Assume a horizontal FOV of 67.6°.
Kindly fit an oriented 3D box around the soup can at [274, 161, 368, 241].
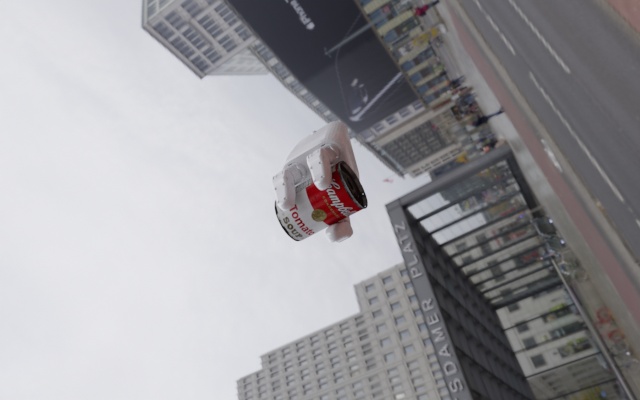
[{"bbox_3d":[0.000,0.002,0.615,0.102,0.068,0.068,-28,-10,19],"label":"soup can"}]
